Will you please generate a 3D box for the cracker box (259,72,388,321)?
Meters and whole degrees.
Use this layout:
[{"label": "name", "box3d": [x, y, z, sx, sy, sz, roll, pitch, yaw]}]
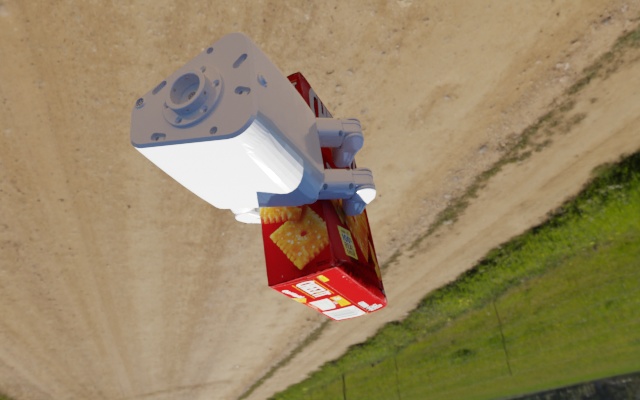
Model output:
[{"label": "cracker box", "box3d": [0.000, 0.002, 0.498, 0.072, 0.213, 0.164, -18, -29, 16]}]
